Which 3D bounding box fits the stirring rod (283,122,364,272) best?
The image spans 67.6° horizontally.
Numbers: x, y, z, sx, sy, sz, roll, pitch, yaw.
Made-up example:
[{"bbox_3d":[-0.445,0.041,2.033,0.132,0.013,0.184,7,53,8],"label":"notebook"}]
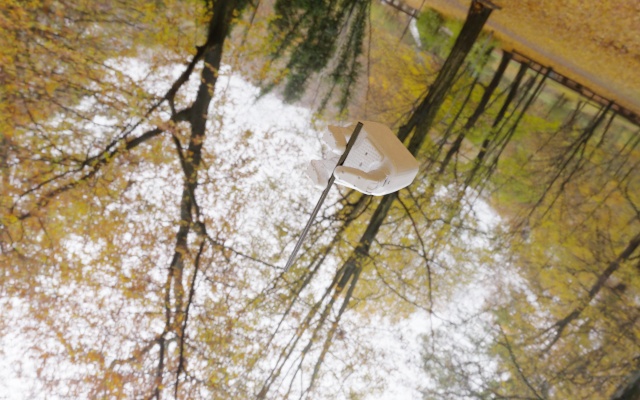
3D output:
[{"bbox_3d":[0.000,0.002,0.645,0.011,0.240,0.011,23,23,-10],"label":"stirring rod"}]
